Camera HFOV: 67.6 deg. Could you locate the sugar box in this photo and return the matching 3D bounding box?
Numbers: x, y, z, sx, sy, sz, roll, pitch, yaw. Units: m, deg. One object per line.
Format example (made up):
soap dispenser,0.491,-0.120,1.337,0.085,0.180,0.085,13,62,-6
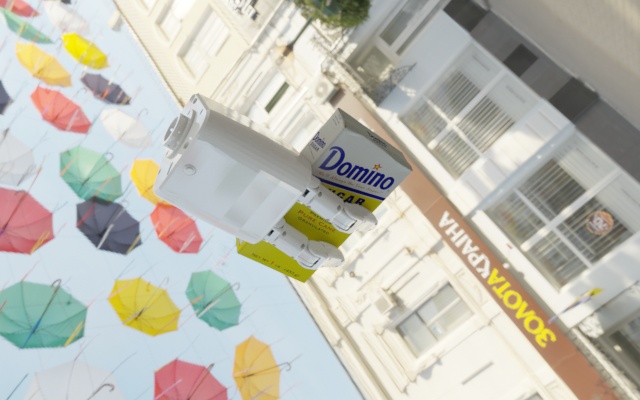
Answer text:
sugar box,0.000,0.002,0.491,0.093,0.176,0.048,29,26,-30
